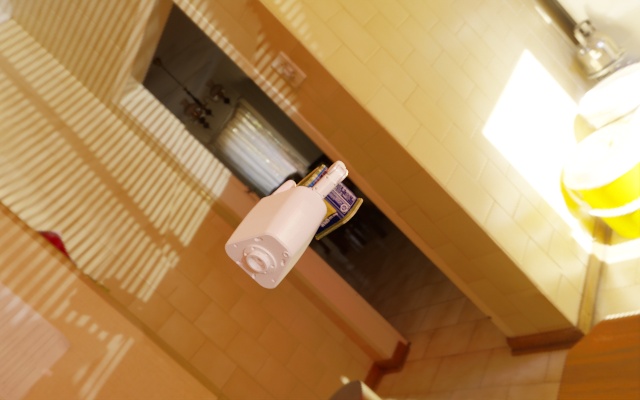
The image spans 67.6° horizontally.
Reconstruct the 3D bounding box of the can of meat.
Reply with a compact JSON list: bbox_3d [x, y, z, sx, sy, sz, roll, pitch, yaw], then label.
[{"bbox_3d":[0.000,0.002,0.740,0.102,0.084,0.057,-37,12,48],"label":"can of meat"}]
